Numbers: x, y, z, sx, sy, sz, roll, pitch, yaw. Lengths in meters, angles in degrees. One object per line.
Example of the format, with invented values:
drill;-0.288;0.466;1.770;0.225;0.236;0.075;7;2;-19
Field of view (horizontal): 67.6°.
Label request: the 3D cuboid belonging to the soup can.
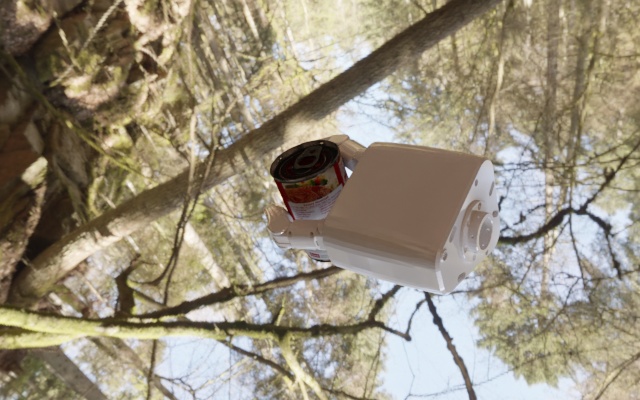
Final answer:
soup can;0.000;0.002;0.467;0.068;0.102;0.068;-15;33;10
